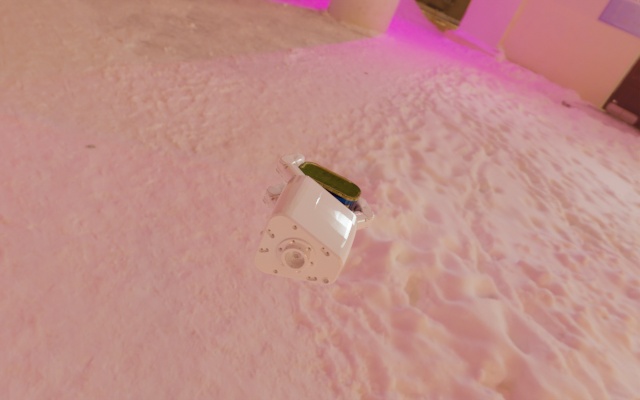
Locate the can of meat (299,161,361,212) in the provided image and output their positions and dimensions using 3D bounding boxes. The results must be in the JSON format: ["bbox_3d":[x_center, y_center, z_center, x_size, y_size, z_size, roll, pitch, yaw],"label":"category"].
[{"bbox_3d":[0.000,0.002,0.705,0.102,0.084,0.057,26,30,3],"label":"can of meat"}]
